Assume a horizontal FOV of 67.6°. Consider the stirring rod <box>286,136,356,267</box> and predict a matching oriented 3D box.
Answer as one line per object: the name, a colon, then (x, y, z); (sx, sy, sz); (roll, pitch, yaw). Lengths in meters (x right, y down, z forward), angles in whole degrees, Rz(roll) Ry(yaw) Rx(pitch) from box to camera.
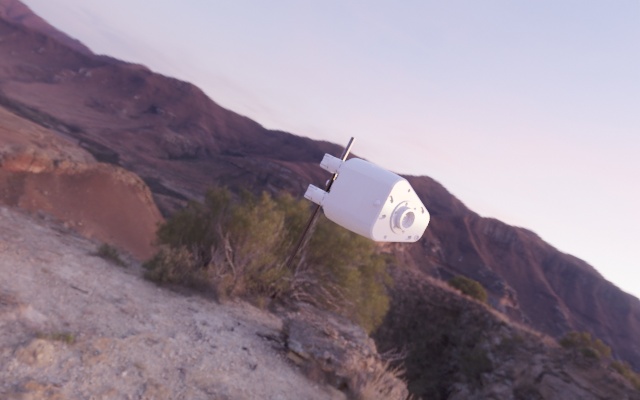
stirring rod: (0.000, 0.003, 0.794); (0.011, 0.239, 0.011); (27, 1, 0)
